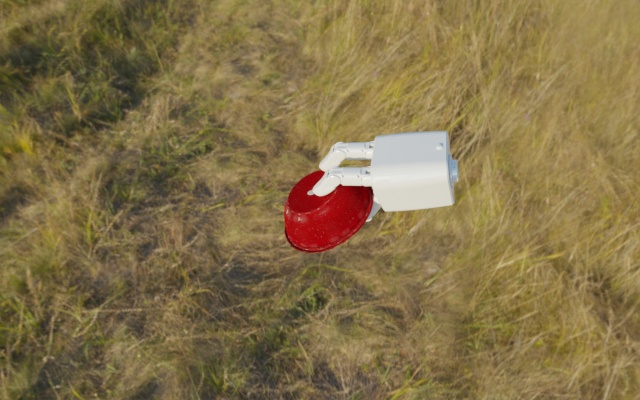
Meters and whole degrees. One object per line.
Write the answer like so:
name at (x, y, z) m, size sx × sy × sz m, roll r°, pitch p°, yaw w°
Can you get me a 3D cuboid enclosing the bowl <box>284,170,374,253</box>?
bowl at (-0.001, 0.003, 0.757) m, size 0.162 × 0.162 × 0.055 m, roll 0°, pitch -40°, yaw 38°
